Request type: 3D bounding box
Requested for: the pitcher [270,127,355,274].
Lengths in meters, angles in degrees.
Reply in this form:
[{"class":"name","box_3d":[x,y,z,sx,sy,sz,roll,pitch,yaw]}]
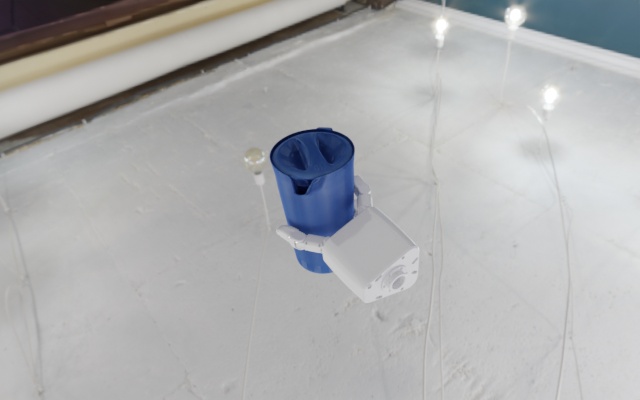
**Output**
[{"class":"pitcher","box_3d":[0.000,0.003,0.824,0.149,0.243,0.145,-27,45,-22]}]
